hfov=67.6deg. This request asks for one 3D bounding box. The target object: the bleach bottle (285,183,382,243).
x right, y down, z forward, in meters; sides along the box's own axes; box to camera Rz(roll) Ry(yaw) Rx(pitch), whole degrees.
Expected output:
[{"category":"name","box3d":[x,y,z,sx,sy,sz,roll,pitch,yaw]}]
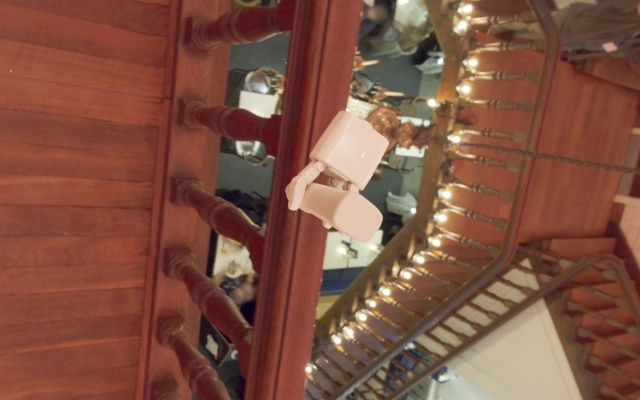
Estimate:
[{"category":"bleach bottle","box3d":[0.000,0.003,0.884,0.103,0.068,0.250,35,-7,-34]}]
